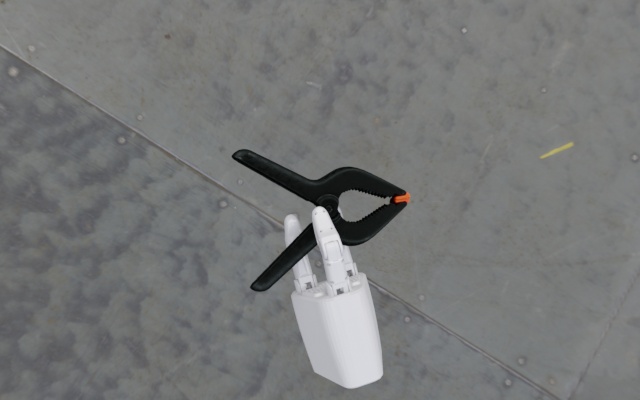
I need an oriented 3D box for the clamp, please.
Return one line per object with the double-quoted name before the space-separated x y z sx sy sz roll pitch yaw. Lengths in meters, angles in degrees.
"clamp" 0.001 0.002 0.564 0.210 0.164 0.036 -15 1 -10
